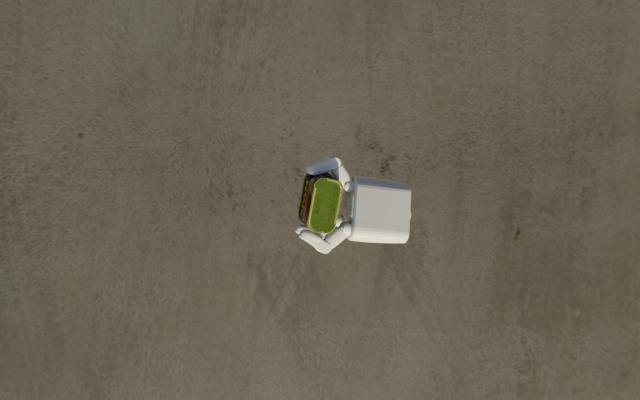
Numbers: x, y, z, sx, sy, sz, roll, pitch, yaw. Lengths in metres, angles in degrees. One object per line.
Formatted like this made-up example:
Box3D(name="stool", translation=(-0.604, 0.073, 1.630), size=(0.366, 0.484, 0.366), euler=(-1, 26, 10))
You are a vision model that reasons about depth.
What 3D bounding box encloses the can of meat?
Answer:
Box3D(name="can of meat", translation=(0.000, 0.003, 0.844), size=(0.057, 0.102, 0.084), euler=(8, 8, -13))
